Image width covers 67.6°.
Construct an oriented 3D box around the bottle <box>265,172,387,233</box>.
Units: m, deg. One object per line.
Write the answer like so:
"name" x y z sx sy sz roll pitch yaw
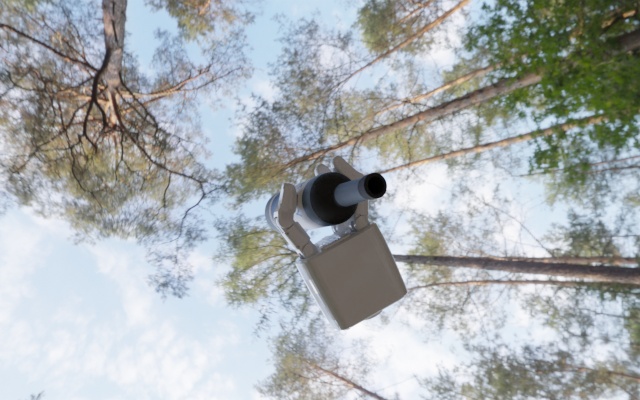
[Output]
"bottle" 0.000 0.002 0.626 0.069 0.069 0.296 0 -7 -23
